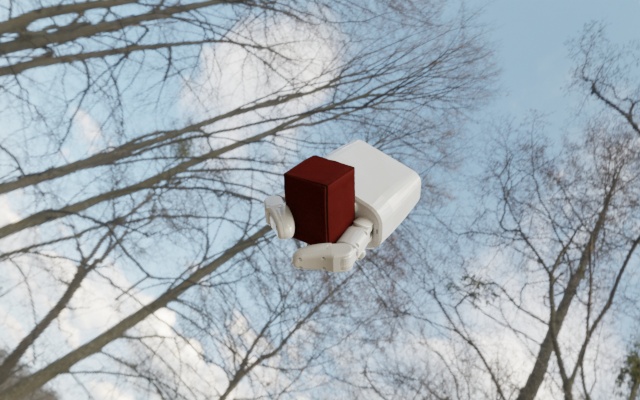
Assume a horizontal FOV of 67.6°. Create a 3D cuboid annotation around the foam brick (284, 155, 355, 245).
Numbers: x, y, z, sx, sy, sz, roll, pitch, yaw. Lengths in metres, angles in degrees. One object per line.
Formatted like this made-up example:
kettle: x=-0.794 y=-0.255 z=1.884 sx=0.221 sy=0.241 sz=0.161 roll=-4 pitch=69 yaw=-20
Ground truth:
foam brick: x=0.000 y=0.001 z=0.486 sx=0.053 sy=0.078 sz=0.051 roll=20 pitch=38 yaw=31
